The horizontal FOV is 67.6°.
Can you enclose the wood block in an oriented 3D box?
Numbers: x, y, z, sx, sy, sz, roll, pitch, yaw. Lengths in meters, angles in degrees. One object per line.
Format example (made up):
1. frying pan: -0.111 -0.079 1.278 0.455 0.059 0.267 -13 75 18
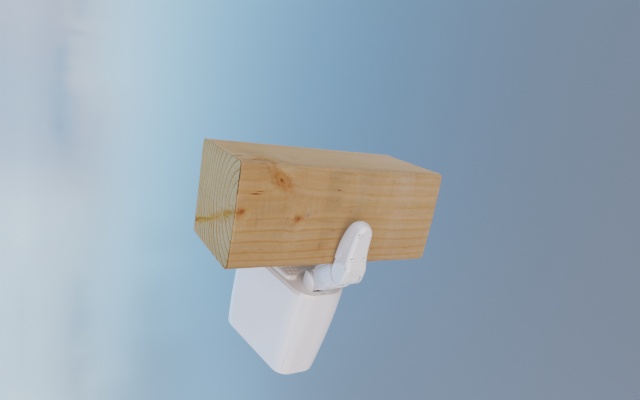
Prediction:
1. wood block: 0.000 0.002 0.447 0.206 0.090 0.090 1 18 -32
